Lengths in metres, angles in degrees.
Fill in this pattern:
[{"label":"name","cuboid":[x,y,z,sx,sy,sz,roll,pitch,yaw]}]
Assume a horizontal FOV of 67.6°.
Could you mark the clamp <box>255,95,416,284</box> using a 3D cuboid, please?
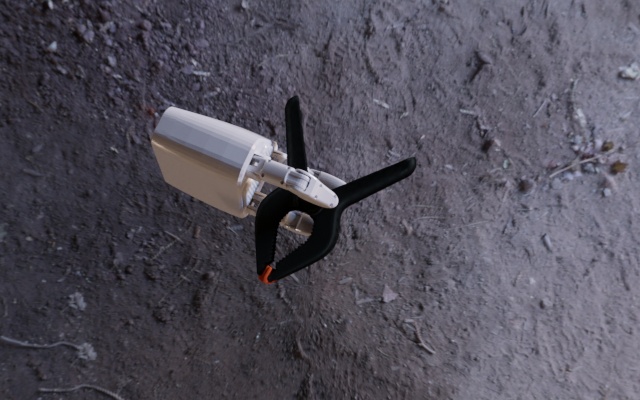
[{"label":"clamp","cuboid":[0.000,0.002,0.527,0.164,0.210,0.036,22,-10,8]}]
